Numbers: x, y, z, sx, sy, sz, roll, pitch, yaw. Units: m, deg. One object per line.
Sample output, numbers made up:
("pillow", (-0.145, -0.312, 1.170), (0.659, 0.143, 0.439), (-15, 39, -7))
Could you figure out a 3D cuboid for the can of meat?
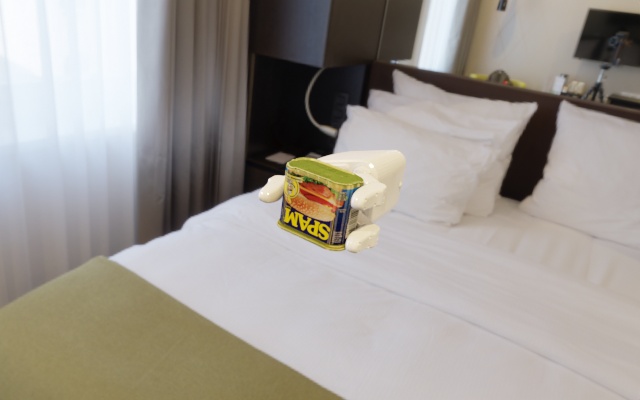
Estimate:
("can of meat", (0.000, 0.002, 0.582), (0.102, 0.084, 0.057), (22, 25, 30))
